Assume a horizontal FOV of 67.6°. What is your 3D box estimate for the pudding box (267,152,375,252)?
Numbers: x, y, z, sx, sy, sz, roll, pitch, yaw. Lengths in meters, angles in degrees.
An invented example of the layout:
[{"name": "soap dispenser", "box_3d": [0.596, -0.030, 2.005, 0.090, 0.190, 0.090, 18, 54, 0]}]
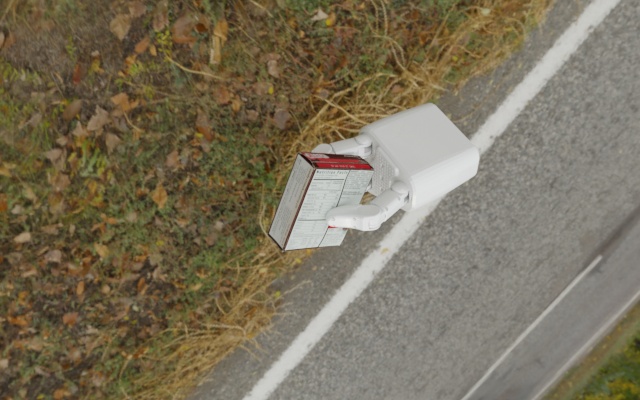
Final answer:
[{"name": "pudding box", "box_3d": [0.000, 0.002, 0.539, 0.090, 0.113, 0.039, 0, 32, -39]}]
